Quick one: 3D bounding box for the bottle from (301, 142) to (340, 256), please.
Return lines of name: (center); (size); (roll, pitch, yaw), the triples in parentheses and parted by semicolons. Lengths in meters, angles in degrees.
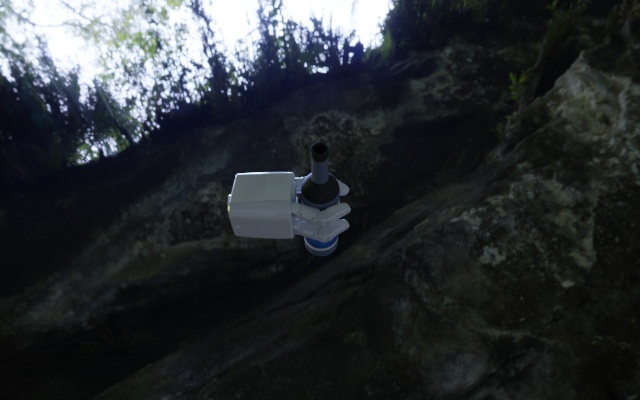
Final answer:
bottle: (0.000, 0.003, 0.841); (0.069, 0.069, 0.296); (0, -33, 1)
